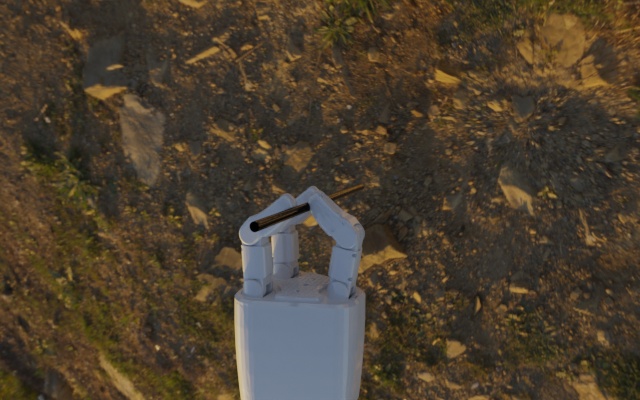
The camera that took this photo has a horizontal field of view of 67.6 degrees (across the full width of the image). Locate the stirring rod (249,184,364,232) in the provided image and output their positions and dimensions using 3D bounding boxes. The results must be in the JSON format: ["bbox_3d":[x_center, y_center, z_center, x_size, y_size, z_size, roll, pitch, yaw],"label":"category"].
[{"bbox_3d":[0.000,0.002,0.450,0.011,0.011,0.239,0,8,24],"label":"stirring rod"}]
